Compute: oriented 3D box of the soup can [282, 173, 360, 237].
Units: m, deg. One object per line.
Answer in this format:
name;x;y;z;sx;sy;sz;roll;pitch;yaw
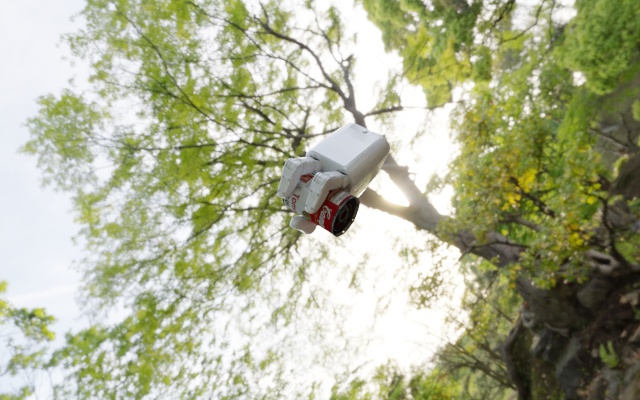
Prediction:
soup can;0.000;0.003;0.736;0.102;0.068;0.068;30;15;27
